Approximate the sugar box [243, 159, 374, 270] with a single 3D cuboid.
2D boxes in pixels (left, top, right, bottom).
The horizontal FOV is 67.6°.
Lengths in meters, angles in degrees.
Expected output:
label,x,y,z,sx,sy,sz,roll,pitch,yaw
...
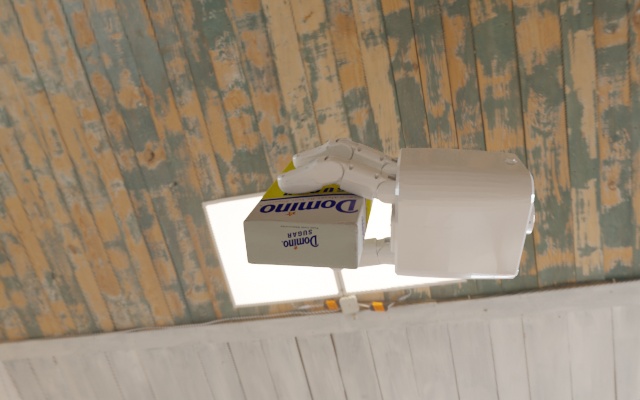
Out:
label,x,y,z,sx,sy,sz,roll,pitch,yaw
sugar box,0.000,0.001,0.446,0.093,0.048,0.176,1,20,10
